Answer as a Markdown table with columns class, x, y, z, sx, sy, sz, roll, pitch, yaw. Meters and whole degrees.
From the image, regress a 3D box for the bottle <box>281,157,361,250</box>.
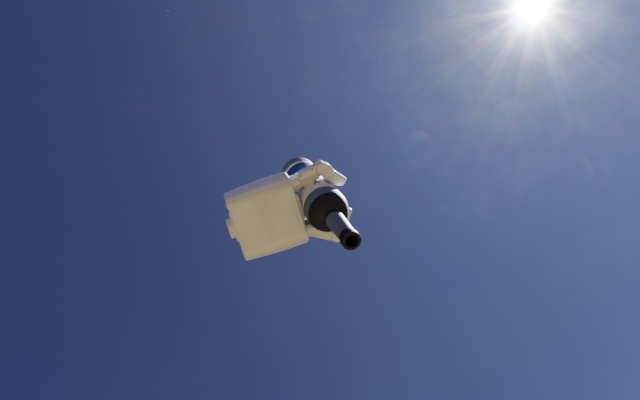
| class | x | y | z | sx | sy | sz | roll | pitch | yaw |
| --- | --- | --- | --- | --- | --- | --- | --- | --- | --- |
| bottle | 0.000 | 0.002 | 0.765 | 0.069 | 0.069 | 0.295 | 0 | 21 | -18 |
